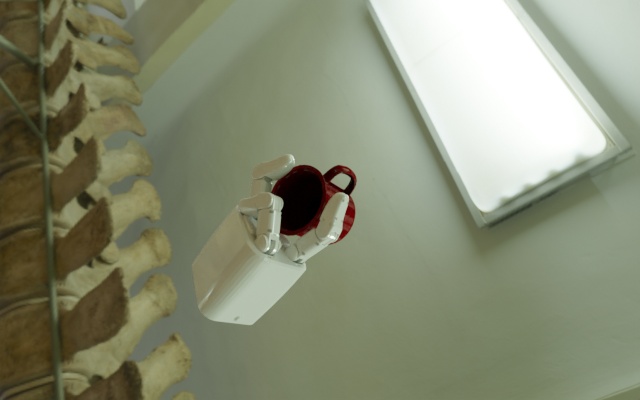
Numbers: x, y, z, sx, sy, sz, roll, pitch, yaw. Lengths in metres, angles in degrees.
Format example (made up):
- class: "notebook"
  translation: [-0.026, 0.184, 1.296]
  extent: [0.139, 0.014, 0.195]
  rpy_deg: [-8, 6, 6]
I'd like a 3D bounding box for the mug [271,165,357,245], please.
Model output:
- class: "mug"
  translation: [0.001, 0.001, 0.621]
  extent: [0.081, 0.117, 0.093]
  rpy_deg: [27, 19, -49]
